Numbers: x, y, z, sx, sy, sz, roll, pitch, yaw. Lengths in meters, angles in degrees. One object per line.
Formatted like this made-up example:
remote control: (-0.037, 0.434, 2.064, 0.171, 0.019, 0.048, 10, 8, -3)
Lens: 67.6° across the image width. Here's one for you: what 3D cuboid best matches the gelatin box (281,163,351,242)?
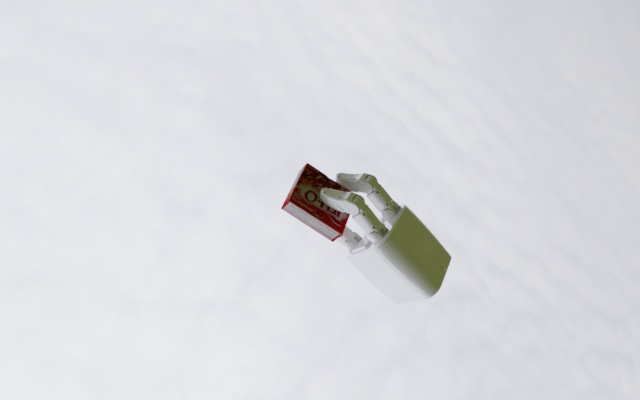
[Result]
gelatin box: (0.000, 0.002, 0.654, 0.089, 0.073, 0.030, 33, -38, -12)
